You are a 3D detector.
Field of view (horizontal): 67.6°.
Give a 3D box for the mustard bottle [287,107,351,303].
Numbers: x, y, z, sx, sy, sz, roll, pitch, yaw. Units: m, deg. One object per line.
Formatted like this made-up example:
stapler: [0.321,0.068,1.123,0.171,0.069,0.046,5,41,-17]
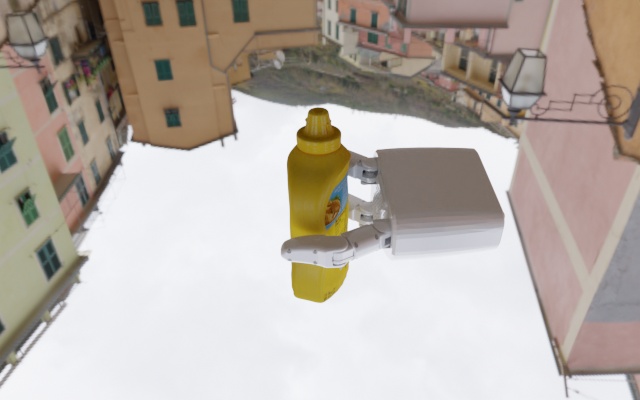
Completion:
mustard bottle: [0.000,0.002,0.468,0.058,0.192,0.096,11,35,16]
